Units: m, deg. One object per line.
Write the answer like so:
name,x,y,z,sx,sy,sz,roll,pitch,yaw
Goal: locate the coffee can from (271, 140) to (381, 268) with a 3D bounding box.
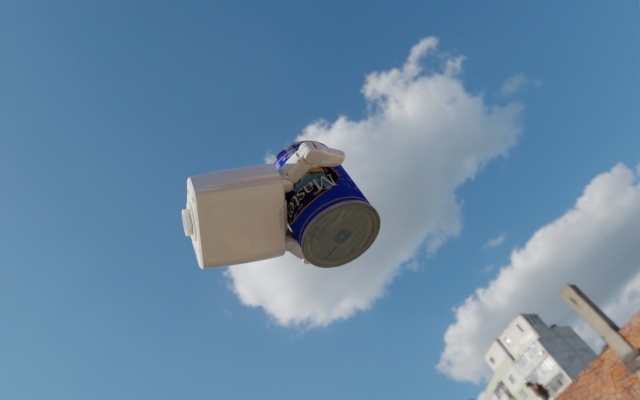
coffee can,0.000,0.002,0.618,0.103,0.103,0.140,0,37,-28
